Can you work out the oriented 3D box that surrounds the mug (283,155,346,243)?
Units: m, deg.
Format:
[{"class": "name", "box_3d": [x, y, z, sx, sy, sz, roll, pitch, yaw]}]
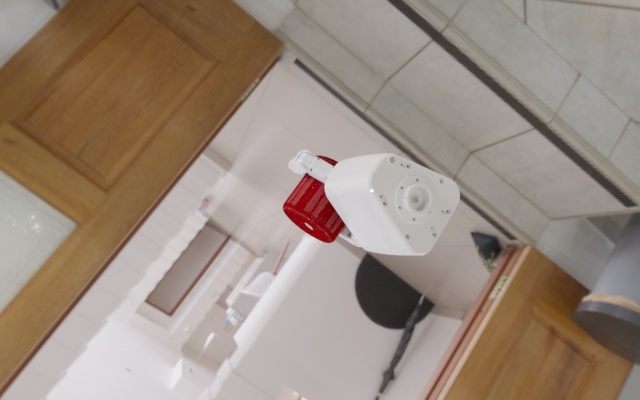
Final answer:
[{"class": "mug", "box_3d": [-0.001, 0.002, 0.635, 0.093, 0.081, 0.117, 40, -16, -15]}]
